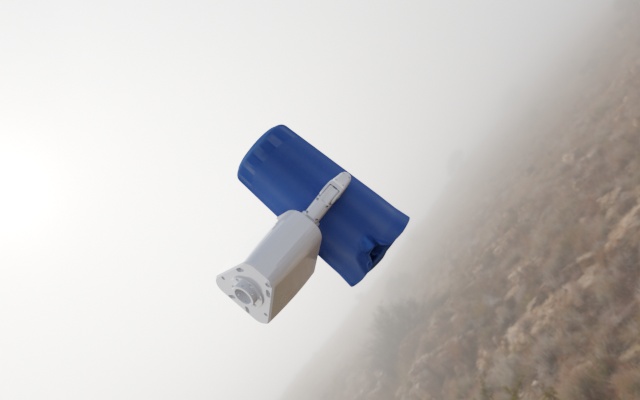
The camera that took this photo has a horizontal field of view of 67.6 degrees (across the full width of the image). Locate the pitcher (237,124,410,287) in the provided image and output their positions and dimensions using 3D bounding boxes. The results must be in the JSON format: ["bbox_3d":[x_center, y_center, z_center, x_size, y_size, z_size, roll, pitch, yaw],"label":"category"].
[{"bbox_3d":[0.000,0.002,0.713,0.145,0.243,0.149,-47,-3,-41],"label":"pitcher"}]
